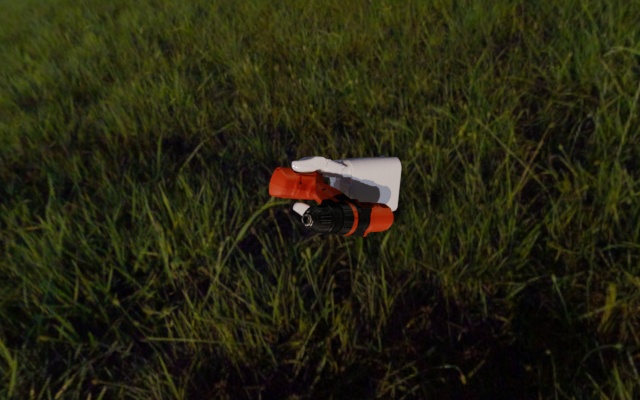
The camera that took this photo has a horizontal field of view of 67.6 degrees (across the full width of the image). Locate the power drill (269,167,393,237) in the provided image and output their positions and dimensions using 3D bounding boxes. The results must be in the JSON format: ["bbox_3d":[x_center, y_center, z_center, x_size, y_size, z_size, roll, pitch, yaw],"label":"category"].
[{"bbox_3d":[0.000,0.002,0.774,0.184,0.057,0.187,3,21,-46],"label":"power drill"}]
